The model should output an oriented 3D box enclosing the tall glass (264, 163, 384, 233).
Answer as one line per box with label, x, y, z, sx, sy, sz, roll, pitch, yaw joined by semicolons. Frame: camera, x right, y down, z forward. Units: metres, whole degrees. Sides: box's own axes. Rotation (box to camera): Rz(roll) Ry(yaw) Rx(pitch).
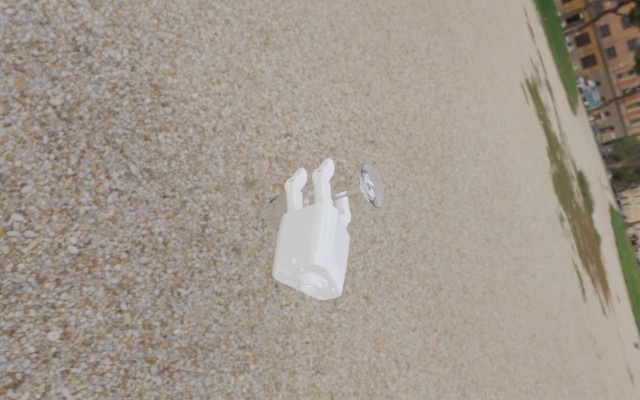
tall glass;0.001;0.002;0.802;0.201;0.079;0.079;-18;-9;31
